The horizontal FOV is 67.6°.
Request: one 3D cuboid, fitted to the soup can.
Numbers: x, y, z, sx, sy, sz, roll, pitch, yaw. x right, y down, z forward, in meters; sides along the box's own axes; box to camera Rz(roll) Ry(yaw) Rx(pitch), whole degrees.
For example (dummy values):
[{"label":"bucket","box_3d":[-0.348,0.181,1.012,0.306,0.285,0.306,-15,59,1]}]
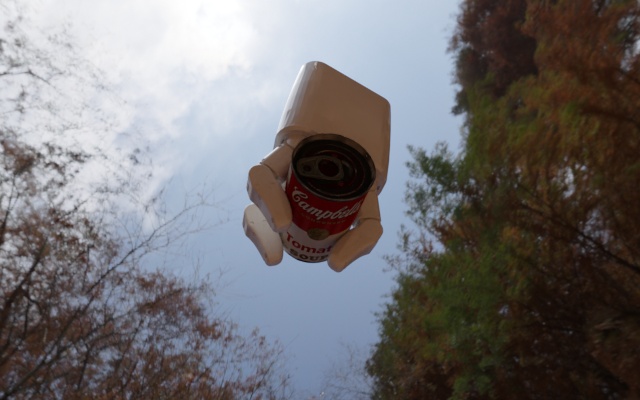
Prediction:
[{"label":"soup can","box_3d":[0.000,0.002,0.411,0.068,0.068,0.102,0,-35,-15]}]
